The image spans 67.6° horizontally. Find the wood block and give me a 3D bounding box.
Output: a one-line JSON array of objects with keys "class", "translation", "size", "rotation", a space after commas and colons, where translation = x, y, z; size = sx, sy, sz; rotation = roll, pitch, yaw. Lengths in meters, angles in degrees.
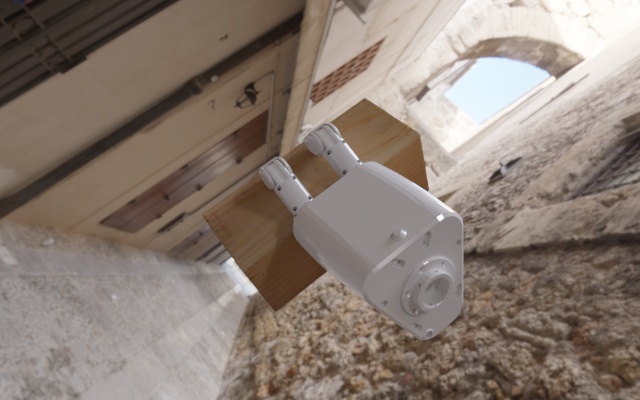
[{"class": "wood block", "translation": [0.000, 0.002, 0.487], "size": [0.206, 0.091, 0.090], "rotation": [-37, 49, -11]}]
